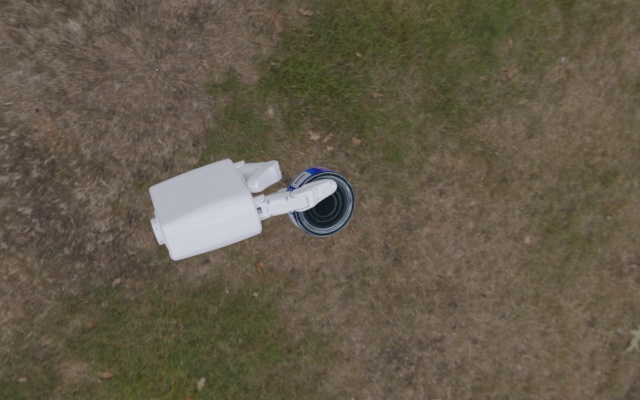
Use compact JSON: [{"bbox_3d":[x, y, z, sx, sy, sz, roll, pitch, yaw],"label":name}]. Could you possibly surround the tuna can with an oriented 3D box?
[{"bbox_3d":[0.000,0.002,0.604,0.086,0.086,0.033,0,13,-24],"label":"tuna can"}]
